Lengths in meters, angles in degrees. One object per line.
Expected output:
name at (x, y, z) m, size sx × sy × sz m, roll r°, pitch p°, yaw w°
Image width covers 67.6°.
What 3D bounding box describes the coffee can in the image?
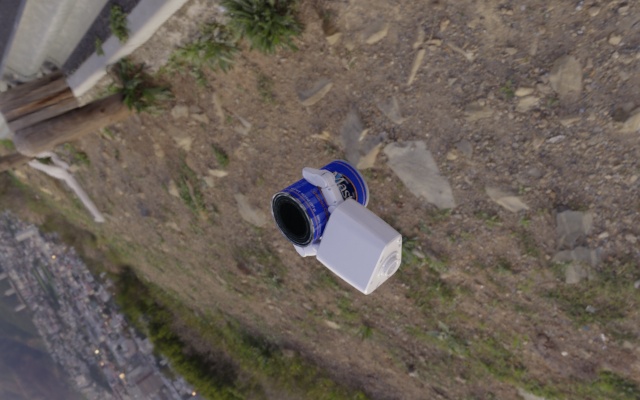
coffee can at (0.000, 0.002, 0.818) m, size 0.140 × 0.103 × 0.103 m, roll -31°, pitch 20°, yaw -36°
